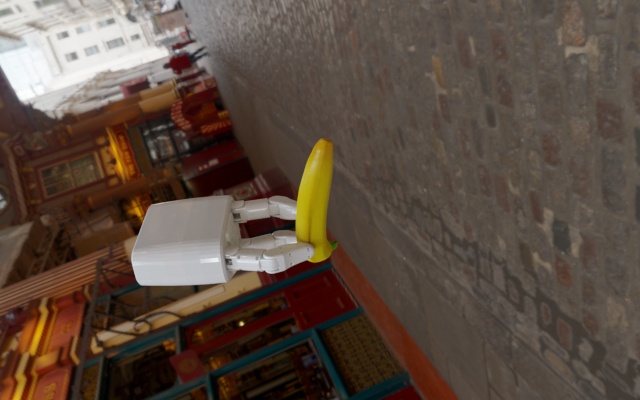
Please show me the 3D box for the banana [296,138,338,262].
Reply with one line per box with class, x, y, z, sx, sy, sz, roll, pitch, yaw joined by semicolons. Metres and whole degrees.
banana;-0.006;0.018;0.567;0.037;0.069;0.198;13;-39;13
